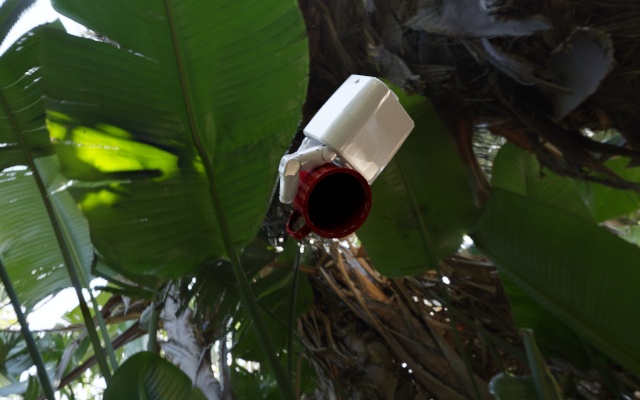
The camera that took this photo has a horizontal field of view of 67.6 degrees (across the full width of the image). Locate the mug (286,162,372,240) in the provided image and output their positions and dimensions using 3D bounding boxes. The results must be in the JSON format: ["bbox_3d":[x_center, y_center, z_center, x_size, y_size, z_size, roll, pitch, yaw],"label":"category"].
[{"bbox_3d":[-0.001,0.003,0.624,0.093,0.117,0.081,41,-1,-28],"label":"mug"}]
